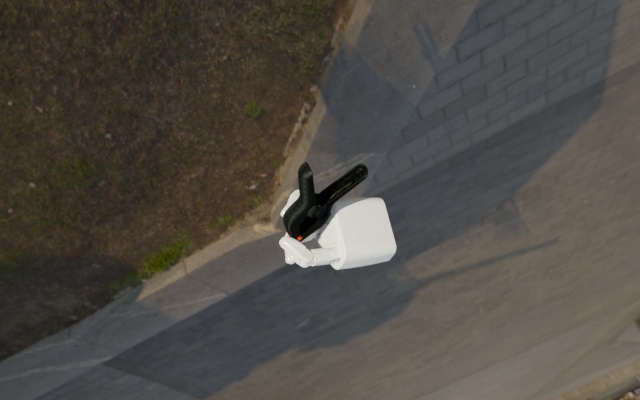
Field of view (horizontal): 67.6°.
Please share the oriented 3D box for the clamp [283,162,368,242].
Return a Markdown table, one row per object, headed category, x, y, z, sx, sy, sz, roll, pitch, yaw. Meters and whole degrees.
| category | x | y | z | sx | sy | sz | roll | pitch | yaw |
| --- | --- | --- | --- | --- | --- | --- | --- | --- | --- |
| clamp | 0.000 | 0.003 | 0.732 | 0.120 | 0.039 | 0.172 | -3 | -38 | -27 |
